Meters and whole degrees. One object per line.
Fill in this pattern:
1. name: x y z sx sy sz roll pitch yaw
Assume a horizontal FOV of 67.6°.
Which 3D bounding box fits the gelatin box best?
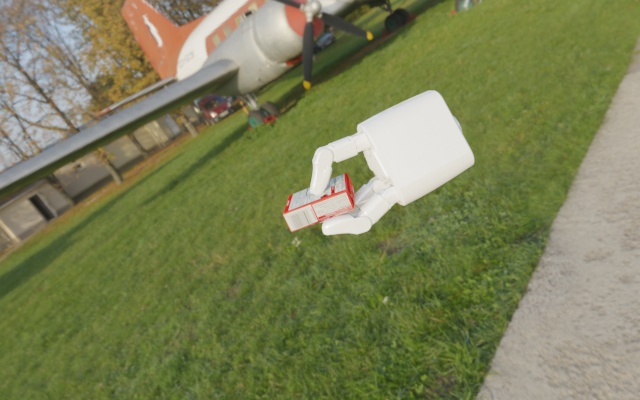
1. gelatin box: 0.000 0.002 0.617 0.089 0.030 0.073 -21 17 9
